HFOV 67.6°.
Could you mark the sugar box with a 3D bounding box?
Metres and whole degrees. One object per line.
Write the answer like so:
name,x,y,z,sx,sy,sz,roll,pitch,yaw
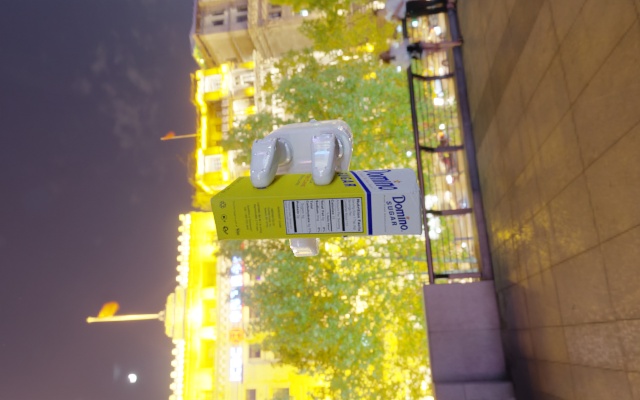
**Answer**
sugar box,0.000,0.001,0.436,0.176,0.048,0.093,-5,15,7
